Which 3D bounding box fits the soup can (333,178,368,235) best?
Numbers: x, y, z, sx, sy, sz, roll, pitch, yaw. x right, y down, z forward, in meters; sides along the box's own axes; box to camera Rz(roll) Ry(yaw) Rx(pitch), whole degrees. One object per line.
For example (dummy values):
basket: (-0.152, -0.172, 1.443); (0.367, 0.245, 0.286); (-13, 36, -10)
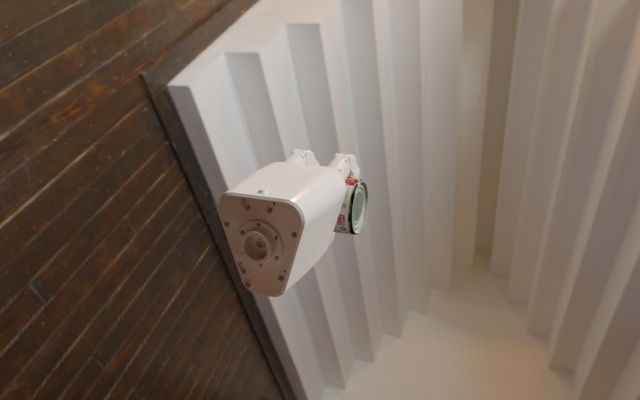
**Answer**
soup can: (0.001, 0.002, 0.581); (0.102, 0.068, 0.068); (7, 2, 21)
